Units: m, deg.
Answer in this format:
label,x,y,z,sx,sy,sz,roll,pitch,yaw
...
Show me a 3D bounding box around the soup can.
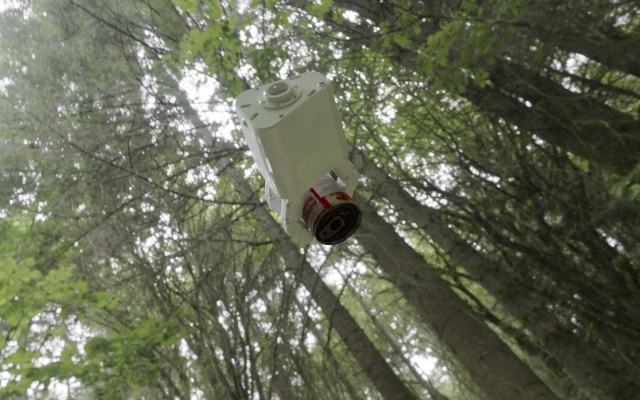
label,x,y,z,sx,sy,sz,roll,pitch,yaw
soup can,0.000,0.002,0.635,0.068,0.068,0.102,0,34,-34
